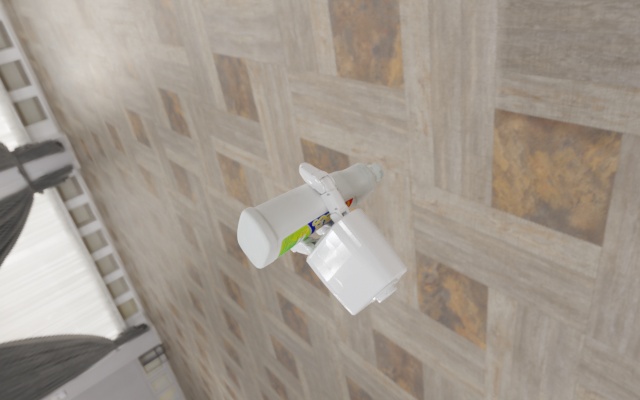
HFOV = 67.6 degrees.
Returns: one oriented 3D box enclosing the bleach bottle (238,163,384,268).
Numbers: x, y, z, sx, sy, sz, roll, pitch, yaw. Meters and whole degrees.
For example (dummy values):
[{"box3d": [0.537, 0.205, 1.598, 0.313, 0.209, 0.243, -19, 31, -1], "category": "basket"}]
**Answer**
[{"box3d": [0.000, 0.002, 0.704, 0.250, 0.068, 0.103, -30, -19, -30], "category": "bleach bottle"}]
